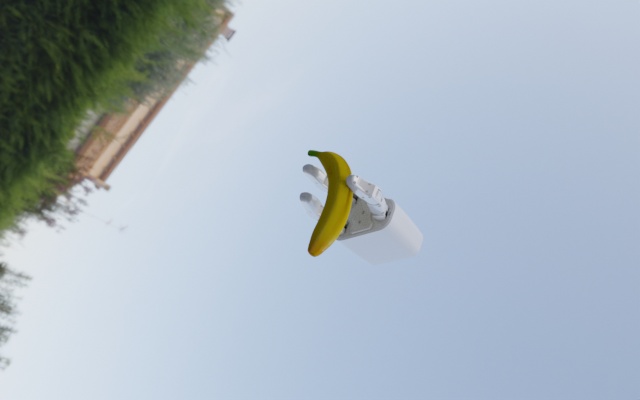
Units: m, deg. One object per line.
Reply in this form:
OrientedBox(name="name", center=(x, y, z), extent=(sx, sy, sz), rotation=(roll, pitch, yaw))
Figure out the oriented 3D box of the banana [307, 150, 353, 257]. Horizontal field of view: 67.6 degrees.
OrientedBox(name="banana", center=(0.016, -0.006, 0.702), extent=(0.069, 0.197, 0.037), rotation=(-21, -44, 23))
